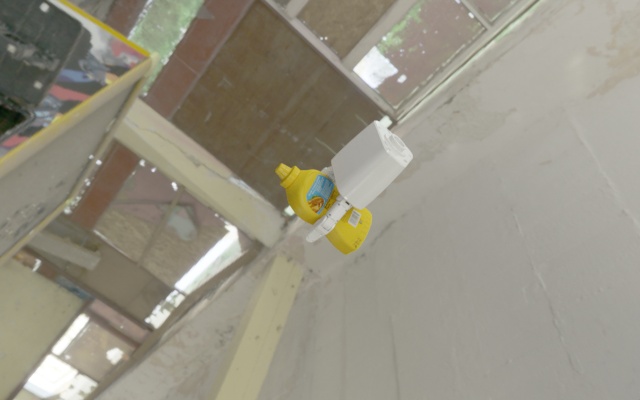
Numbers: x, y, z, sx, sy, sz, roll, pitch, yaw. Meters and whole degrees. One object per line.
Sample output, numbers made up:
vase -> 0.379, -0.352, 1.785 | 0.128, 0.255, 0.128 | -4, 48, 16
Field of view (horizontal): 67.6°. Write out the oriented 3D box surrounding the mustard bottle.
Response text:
mustard bottle -> 0.000, 0.003, 0.830 | 0.192, 0.096, 0.058 | 40, -40, -14
